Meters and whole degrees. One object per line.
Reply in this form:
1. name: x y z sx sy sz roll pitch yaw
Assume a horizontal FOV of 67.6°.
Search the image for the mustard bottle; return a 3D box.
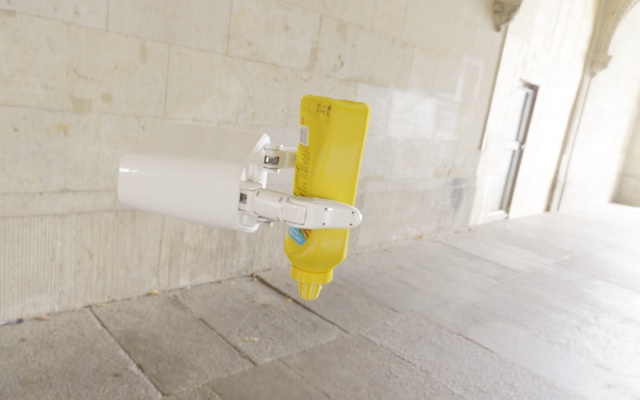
1. mustard bottle: 0.000 0.001 0.446 0.058 0.192 0.096 4 13 -19
